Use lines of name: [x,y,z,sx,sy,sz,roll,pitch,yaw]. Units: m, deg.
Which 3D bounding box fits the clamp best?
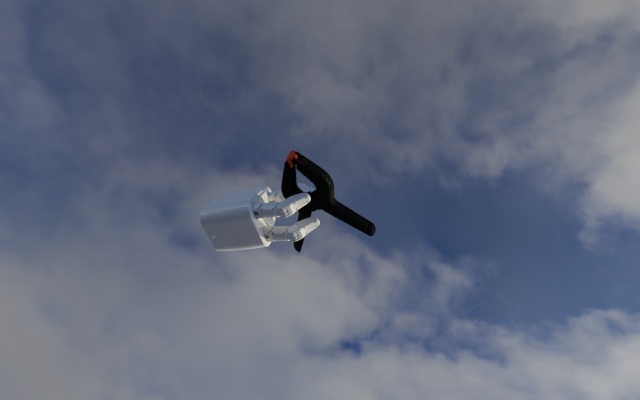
clamp: [0.000,0.002,0.851,0.164,0.210,0.036,-9,34,17]
